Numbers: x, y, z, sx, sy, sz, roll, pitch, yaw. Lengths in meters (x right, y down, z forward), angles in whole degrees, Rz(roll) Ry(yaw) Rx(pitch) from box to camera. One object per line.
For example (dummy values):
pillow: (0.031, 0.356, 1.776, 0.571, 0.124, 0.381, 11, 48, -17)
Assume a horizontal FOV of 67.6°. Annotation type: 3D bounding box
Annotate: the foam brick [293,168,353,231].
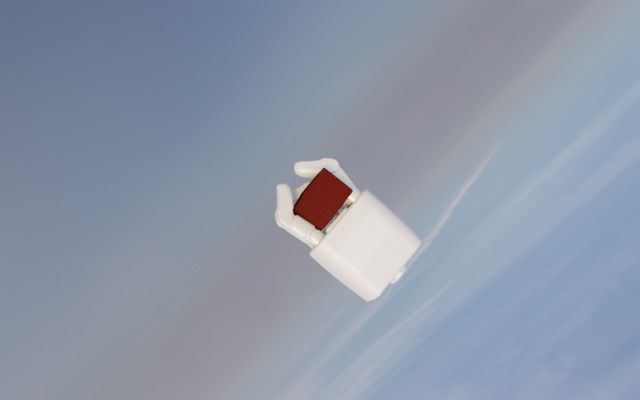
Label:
foam brick: (0.000, 0.002, 0.639, 0.051, 0.053, 0.078, 39, -24, 1)
